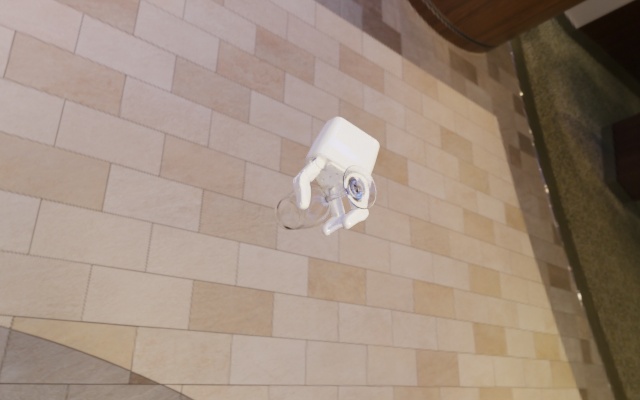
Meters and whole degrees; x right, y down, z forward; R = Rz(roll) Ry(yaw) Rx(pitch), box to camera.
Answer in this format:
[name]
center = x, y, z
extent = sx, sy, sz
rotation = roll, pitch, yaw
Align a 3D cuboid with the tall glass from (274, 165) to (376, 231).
[tall glass]
center = 0.000, 0.003, 0.838
extent = 0.079, 0.079, 0.201
rotation = 0, -15, -42
